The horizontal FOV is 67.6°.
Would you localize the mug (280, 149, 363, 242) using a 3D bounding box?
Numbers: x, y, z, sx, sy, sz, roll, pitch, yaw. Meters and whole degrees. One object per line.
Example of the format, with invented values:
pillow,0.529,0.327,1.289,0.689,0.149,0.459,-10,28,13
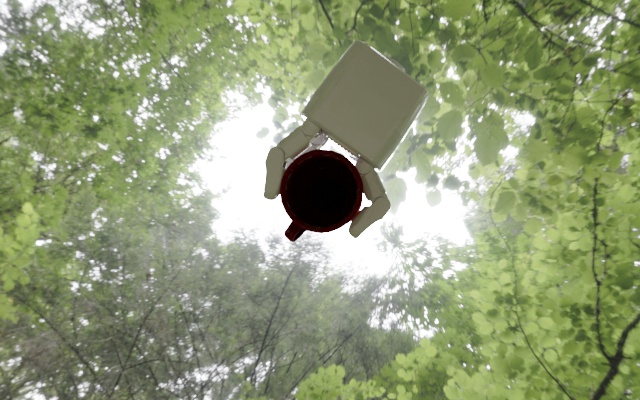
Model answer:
mug,-0.001,0.003,0.564,0.093,0.117,0.081,37,3,10
